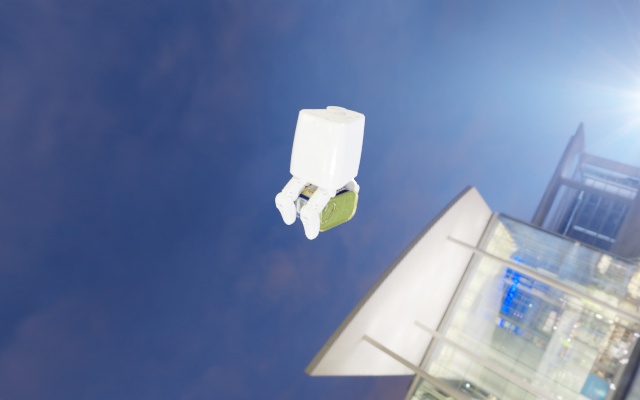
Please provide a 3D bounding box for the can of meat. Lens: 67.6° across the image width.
[{"bbox_3d":[0.000,0.003,0.825,0.084,0.057,0.102,25,30,34],"label":"can of meat"}]
